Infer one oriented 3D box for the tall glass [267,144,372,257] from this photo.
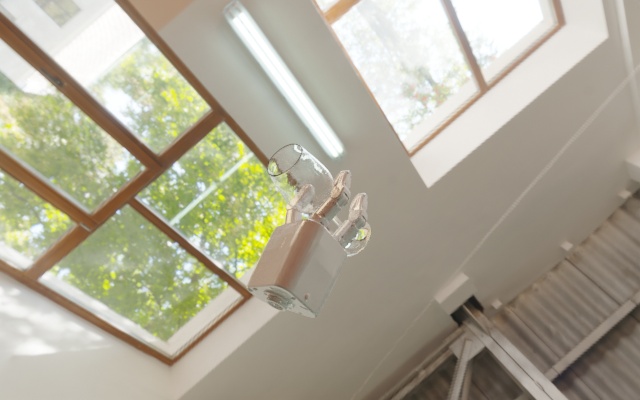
[{"bbox_3d":[0.000,0.003,0.735,0.079,0.079,0.201,0,-38,41],"label":"tall glass"}]
